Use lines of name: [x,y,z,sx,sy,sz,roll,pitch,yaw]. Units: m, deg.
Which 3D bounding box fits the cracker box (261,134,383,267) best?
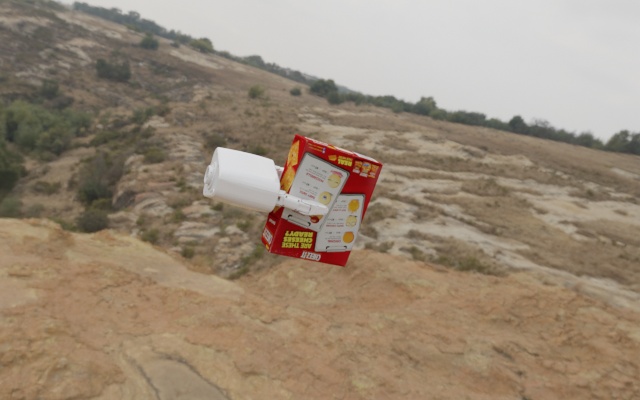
cracker box: [0.000,0.003,0.894,0.164,0.214,0.072,14,12,-25]
